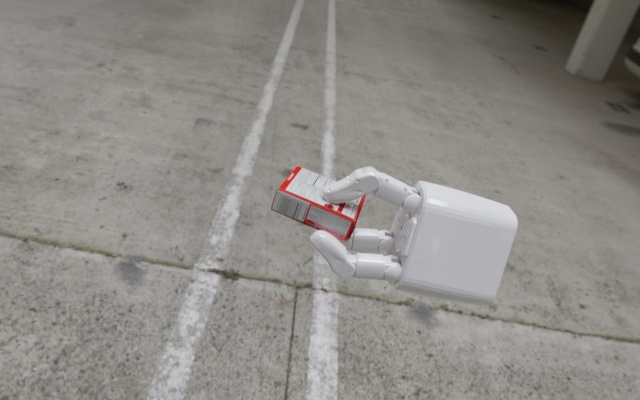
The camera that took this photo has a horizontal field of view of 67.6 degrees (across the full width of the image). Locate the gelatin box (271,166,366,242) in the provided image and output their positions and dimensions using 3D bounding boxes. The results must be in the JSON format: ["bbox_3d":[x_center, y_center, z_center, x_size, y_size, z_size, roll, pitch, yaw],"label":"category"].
[{"bbox_3d":[0.000,0.001,0.518,0.089,0.030,0.073,23,27,3],"label":"gelatin box"}]
